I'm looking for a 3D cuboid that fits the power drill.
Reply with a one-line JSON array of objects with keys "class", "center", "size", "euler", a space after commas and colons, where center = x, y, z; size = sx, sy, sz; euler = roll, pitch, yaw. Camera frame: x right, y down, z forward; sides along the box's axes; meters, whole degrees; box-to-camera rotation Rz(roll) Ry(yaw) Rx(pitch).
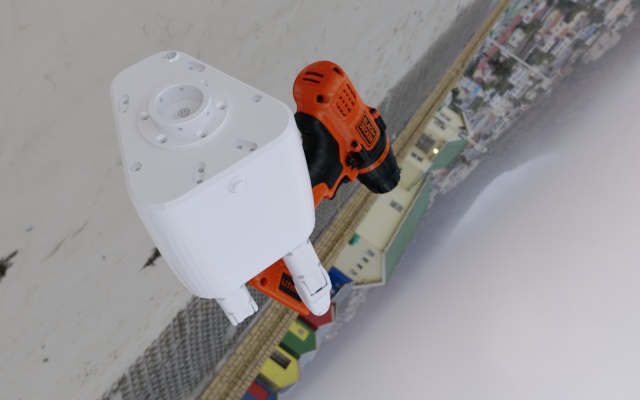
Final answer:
[{"class": "power drill", "center": [0.000, 0.002, 0.423], "size": [0.057, 0.187, 0.184], "euler": [19, -15, 35]}]
